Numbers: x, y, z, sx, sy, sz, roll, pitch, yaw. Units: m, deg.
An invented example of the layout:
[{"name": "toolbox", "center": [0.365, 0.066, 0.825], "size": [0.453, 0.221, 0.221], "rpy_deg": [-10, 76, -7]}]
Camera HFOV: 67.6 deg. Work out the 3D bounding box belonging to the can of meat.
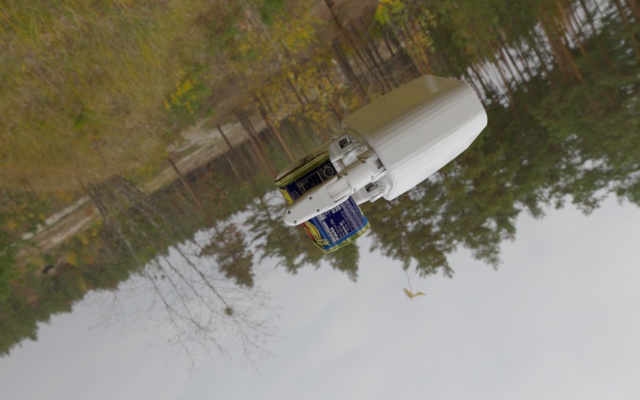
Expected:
[{"name": "can of meat", "center": [0.000, 0.002, 0.481], "size": [0.057, 0.084, 0.102], "rpy_deg": [-33, 6, -6]}]
